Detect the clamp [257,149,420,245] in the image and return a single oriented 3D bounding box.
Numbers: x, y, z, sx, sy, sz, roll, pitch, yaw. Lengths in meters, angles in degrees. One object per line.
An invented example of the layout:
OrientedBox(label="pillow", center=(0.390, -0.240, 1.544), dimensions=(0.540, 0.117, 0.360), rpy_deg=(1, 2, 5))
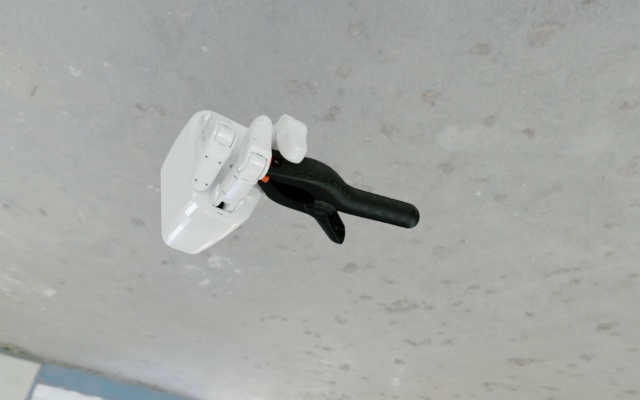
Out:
OrientedBox(label="clamp", center=(0.000, 0.002, 0.479), dimensions=(0.171, 0.039, 0.120), rpy_deg=(27, -36, -24))
